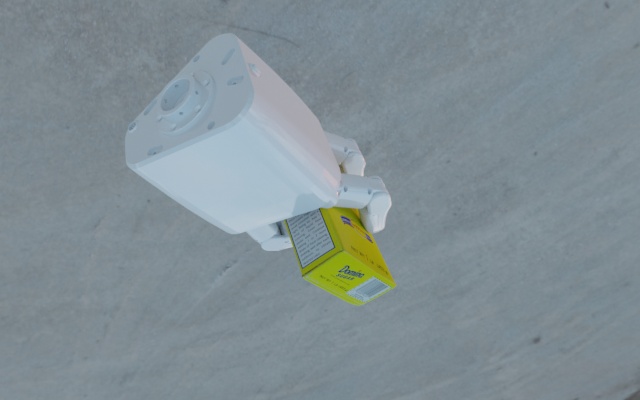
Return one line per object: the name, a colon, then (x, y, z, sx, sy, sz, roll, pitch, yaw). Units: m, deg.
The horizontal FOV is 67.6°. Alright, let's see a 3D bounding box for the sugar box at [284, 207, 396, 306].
sugar box: (0.000, 0.001, 0.429, 0.048, 0.176, 0.093, -33, -39, 16)
